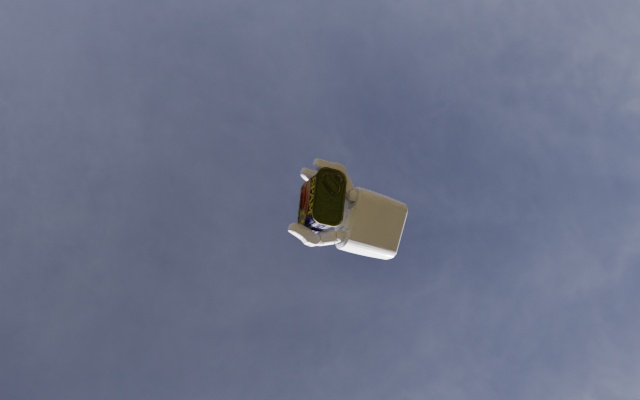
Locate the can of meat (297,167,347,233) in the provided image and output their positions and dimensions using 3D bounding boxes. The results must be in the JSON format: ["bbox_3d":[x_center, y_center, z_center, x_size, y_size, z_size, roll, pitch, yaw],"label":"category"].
[{"bbox_3d":[0.000,0.003,0.841,0.057,0.102,0.084,13,-18,-20],"label":"can of meat"}]
